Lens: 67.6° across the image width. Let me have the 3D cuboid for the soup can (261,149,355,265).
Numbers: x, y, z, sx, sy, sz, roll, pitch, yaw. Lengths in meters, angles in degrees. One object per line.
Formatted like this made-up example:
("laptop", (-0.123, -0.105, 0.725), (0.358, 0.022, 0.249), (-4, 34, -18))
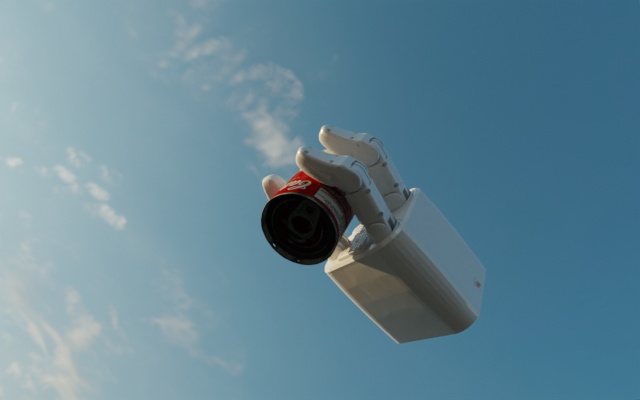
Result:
("soup can", (0.000, 0.001, 0.429), (0.068, 0.068, 0.102), (0, 27, 24))
